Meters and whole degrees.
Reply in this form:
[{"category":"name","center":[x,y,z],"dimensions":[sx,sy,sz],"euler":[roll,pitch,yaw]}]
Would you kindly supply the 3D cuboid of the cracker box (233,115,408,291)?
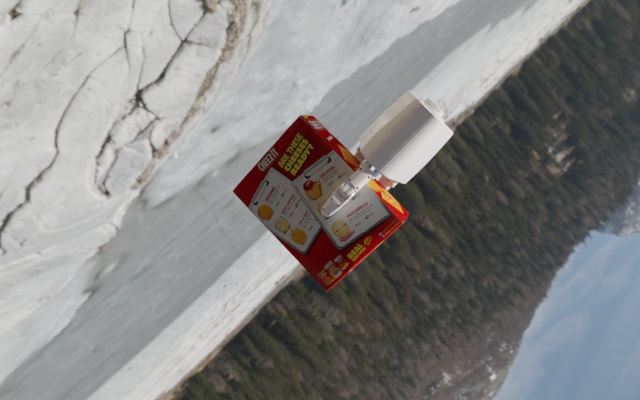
[{"category":"cracker box","center":[0.000,0.003,0.727],"dimensions":[0.164,0.213,0.072],"euler":[-45,-5,19]}]
